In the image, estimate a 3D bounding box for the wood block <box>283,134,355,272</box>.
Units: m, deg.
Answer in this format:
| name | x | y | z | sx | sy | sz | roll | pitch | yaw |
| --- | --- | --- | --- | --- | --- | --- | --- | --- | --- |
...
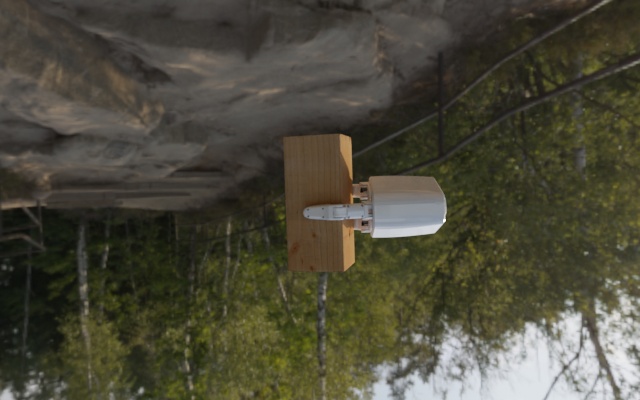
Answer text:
| name | x | y | z | sx | sy | sz | roll | pitch | yaw |
| --- | --- | --- | --- | --- | --- | --- | --- | --- | --- |
| wood block | 0.000 | 0.003 | 0.755 | 0.090 | 0.206 | 0.091 | -1 | 3 | 15 |
